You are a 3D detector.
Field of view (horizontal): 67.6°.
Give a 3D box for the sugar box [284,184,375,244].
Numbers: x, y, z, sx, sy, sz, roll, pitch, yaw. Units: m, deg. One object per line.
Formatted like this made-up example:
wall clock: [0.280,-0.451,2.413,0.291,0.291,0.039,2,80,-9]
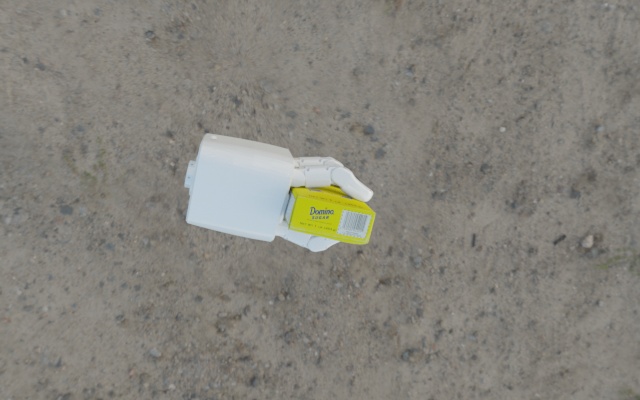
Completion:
sugar box: [0.000,0.001,0.601,0.093,0.048,0.176,13,13,-13]
